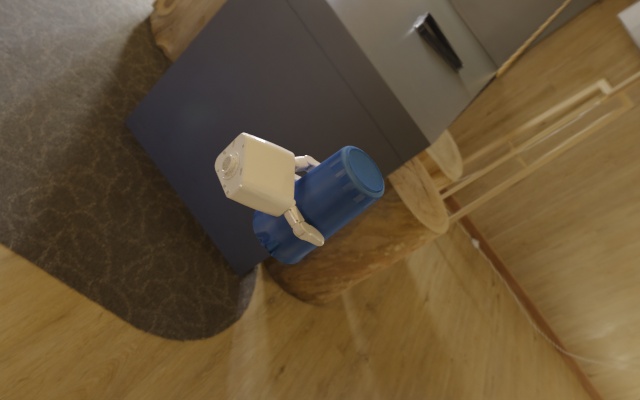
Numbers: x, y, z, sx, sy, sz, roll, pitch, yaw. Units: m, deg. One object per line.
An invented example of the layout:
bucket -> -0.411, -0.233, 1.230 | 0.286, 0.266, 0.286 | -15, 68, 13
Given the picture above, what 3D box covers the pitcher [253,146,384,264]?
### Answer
pitcher -> 0.000, 0.003, 0.890 | 0.145, 0.149, 0.243 | 20, -45, -41
